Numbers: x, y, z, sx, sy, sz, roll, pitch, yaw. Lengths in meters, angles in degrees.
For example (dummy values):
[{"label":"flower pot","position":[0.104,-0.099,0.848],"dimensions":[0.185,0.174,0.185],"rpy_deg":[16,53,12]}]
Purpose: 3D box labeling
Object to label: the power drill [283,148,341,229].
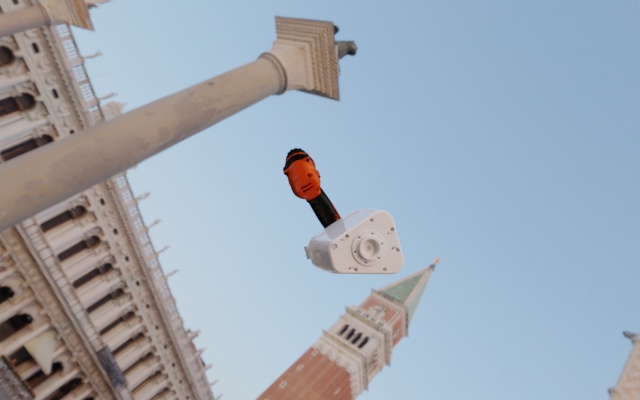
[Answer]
[{"label":"power drill","position":[0.000,0.003,0.822],"dimensions":[0.057,0.188,0.184],"rpy_deg":[-32,21,6]}]
